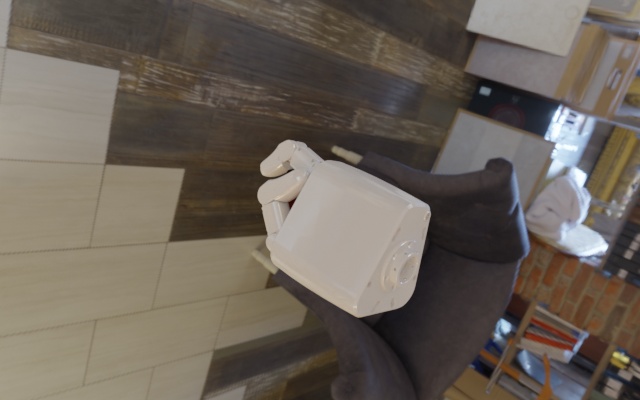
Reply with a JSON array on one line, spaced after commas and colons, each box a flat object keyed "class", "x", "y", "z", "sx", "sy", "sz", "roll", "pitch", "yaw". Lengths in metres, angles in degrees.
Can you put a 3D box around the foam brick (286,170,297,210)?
[{"class": "foam brick", "x": 0.000, "y": 0.002, "z": 0.518, "sx": 0.051, "sy": 0.053, "sz": 0.078, "roll": 26, "pitch": 14, "yaw": 39}]
